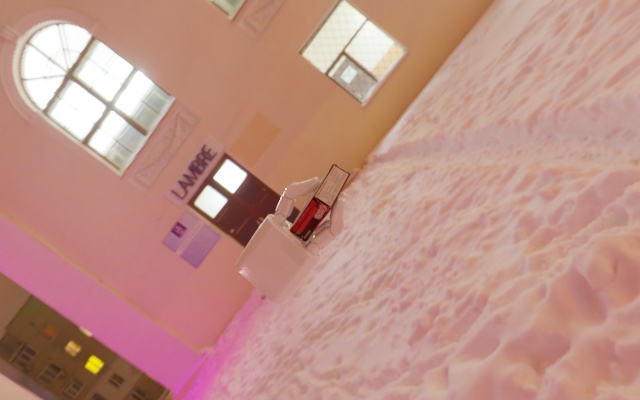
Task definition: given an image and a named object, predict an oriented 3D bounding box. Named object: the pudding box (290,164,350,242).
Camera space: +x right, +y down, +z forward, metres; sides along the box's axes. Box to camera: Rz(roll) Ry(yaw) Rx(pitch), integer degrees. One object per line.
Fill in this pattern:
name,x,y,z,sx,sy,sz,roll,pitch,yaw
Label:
pudding box,0.000,0.003,0.791,0.039,0.090,0.113,34,38,-5
